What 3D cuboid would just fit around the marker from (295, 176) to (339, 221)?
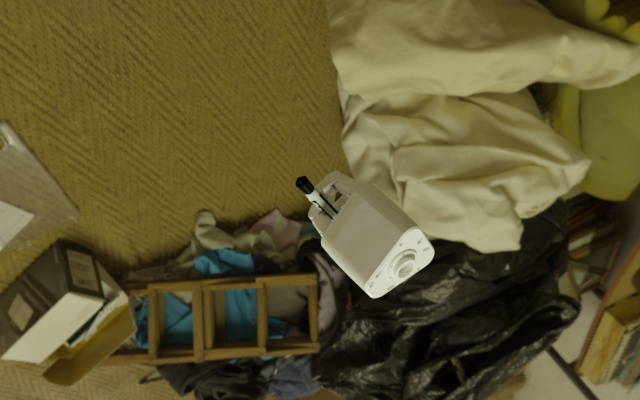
[{"bbox_3d":[0.000,0.002,0.680,0.020,0.020,0.121,0,-30,33],"label":"marker"}]
